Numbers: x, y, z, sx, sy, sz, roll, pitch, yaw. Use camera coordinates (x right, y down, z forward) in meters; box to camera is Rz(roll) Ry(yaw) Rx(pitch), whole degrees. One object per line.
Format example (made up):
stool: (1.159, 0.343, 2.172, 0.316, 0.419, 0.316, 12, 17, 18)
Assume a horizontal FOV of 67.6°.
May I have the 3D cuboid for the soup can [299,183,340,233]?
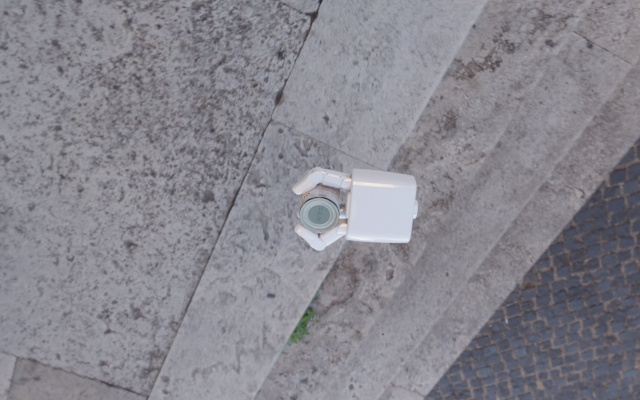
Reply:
soup can: (0.000, 0.003, 0.813, 0.068, 0.068, 0.102, 0, 27, 2)
